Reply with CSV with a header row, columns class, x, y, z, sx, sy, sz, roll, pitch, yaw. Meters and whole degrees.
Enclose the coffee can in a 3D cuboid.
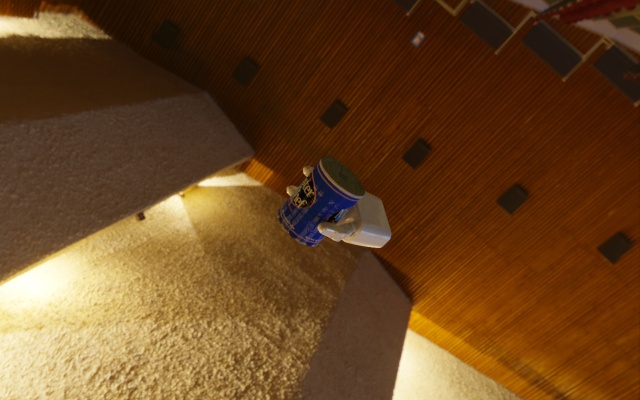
class,x,y,z,sx,sy,sz,roll,pitch,yaw
coffee can,0.000,0.003,0.898,0.140,0.102,0.103,-48,-24,23
